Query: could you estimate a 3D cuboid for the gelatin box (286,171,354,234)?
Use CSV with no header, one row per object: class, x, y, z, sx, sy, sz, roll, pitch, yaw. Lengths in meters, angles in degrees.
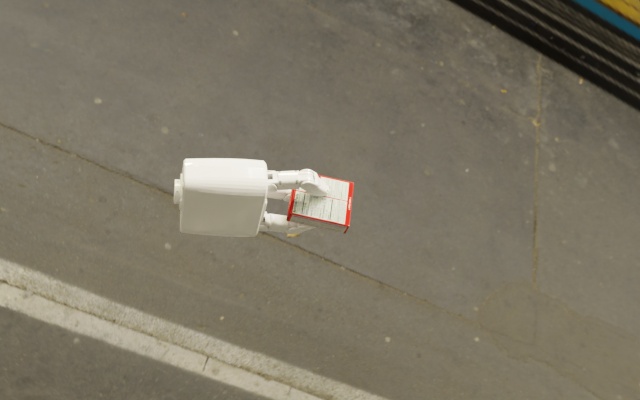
gelatin box,0.001,0.002,0.688,0.089,0.073,0.030,12,-30,-8
